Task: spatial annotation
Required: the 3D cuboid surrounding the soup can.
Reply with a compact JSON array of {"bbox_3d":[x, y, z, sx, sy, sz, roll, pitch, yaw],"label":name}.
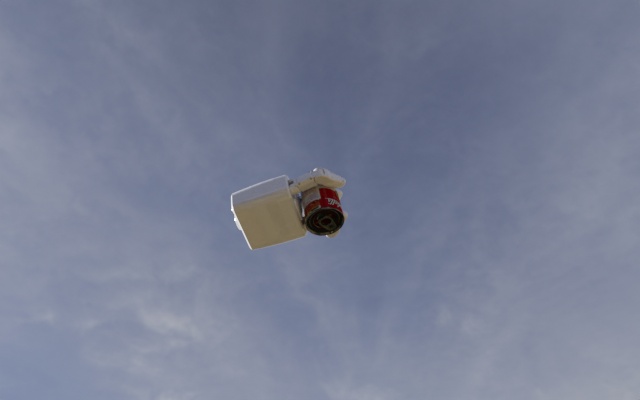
[{"bbox_3d":[0.001,0.002,0.848,0.068,0.069,0.102,0,43,-12],"label":"soup can"}]
